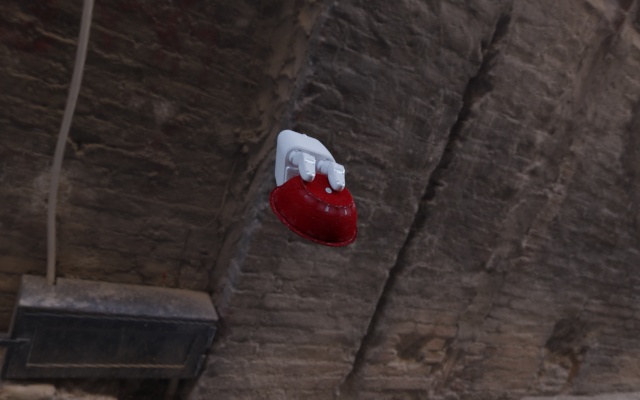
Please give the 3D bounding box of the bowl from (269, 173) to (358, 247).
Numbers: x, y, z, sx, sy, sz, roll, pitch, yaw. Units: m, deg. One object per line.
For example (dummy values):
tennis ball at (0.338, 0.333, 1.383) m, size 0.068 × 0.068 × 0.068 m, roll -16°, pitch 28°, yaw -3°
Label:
bowl at (0.001, 0.003, 0.784) m, size 0.162 × 0.055 × 0.162 m, roll 22°, pitch 29°, yaw -13°
